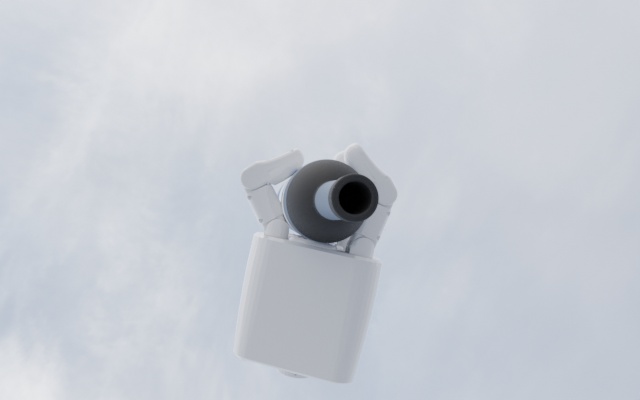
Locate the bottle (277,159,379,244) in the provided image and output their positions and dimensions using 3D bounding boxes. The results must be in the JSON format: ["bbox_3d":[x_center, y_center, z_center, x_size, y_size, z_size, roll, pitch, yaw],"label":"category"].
[{"bbox_3d":[0.000,0.001,0.412,0.069,0.069,0.296,0,-1,-8],"label":"bottle"}]
